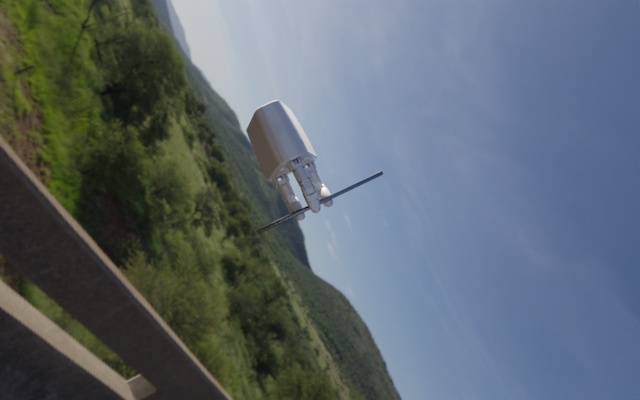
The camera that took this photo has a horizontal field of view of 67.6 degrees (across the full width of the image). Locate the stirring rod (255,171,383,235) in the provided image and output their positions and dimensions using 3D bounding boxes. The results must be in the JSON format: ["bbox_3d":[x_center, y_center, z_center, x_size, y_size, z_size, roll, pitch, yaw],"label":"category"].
[{"bbox_3d":[0.000,0.003,0.817,0.239,0.011,0.011,-25,4,-8],"label":"stirring rod"}]
